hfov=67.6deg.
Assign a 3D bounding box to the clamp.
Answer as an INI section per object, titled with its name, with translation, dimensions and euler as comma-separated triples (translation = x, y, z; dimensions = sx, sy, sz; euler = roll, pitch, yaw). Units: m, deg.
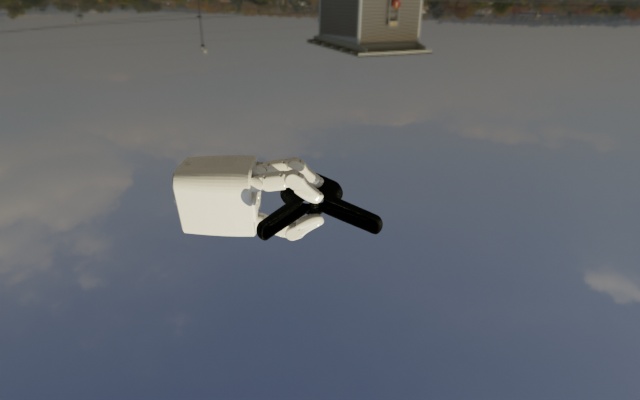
[clamp]
translation = 0.000, 0.003, 0.700
dimensions = 0.164, 0.036, 0.210
euler = 1, 23, 0
